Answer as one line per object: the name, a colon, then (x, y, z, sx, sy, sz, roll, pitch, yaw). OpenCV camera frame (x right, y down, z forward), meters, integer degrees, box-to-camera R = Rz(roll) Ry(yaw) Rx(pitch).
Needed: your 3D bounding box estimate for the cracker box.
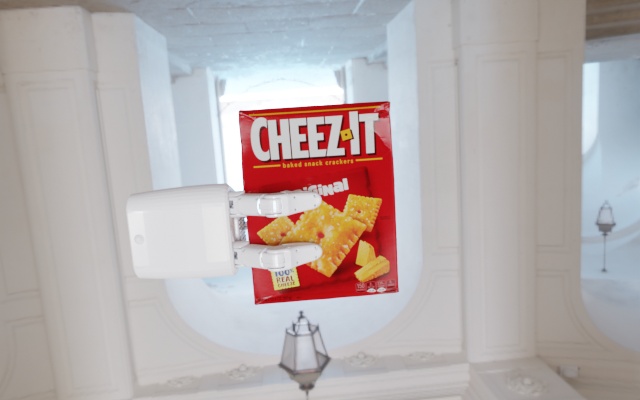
cracker box: (0.000, 0.002, 0.537, 0.164, 0.214, 0.072, -4, 8, 0)
